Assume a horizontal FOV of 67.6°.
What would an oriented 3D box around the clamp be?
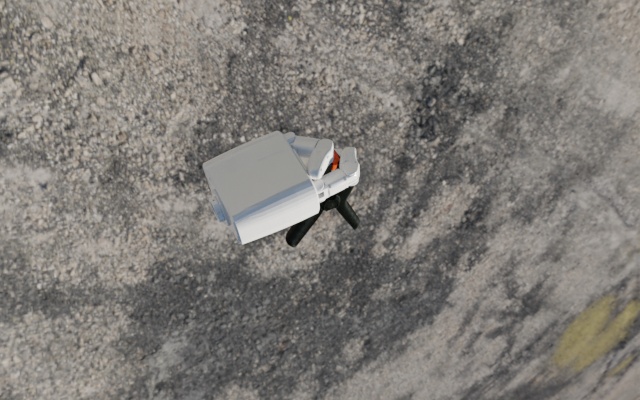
[{"bbox_3d":[0.000,0.002,0.683,0.120,0.172,0.039,-25,48,-16],"label":"clamp"}]
